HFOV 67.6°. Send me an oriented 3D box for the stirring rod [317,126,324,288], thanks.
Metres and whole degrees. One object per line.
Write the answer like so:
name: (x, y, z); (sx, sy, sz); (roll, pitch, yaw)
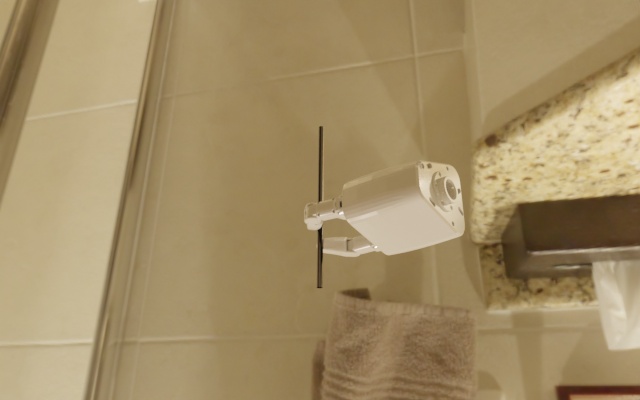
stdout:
stirring rod: (0.000, 0.002, 0.666); (0.011, 0.239, 0.011); (1, -23, 0)
